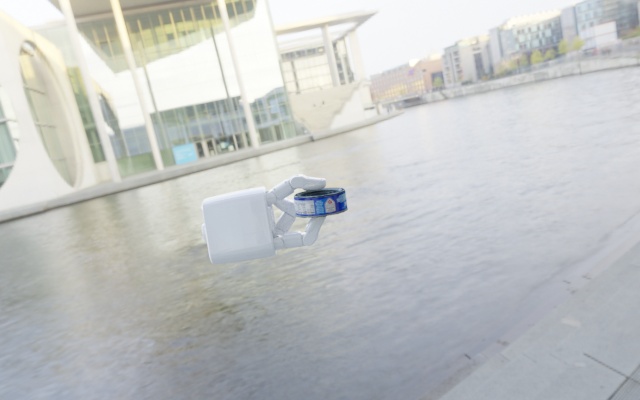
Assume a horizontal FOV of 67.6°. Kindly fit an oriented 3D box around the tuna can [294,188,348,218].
[{"bbox_3d":[0.000,0.002,0.770,0.086,0.034,0.086,-7,9,1],"label":"tuna can"}]
